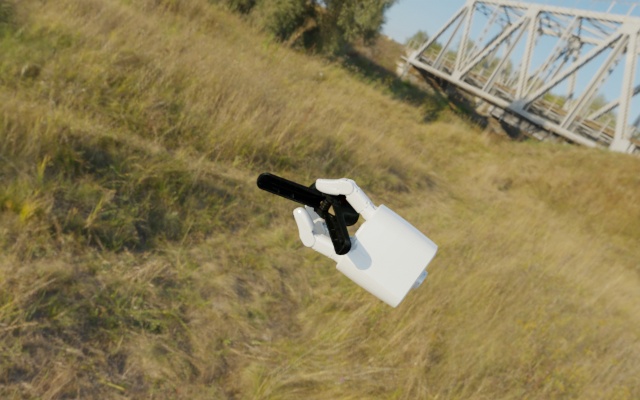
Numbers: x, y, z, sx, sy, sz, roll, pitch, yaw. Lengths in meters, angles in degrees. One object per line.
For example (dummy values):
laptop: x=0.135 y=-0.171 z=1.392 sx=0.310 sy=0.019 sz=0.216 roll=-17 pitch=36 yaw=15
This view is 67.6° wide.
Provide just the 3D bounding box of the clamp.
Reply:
clamp: x=0.001 y=0.002 z=0.733 sx=0.164 sy=0.036 sz=0.210 roll=38 pitch=19 yaw=7
